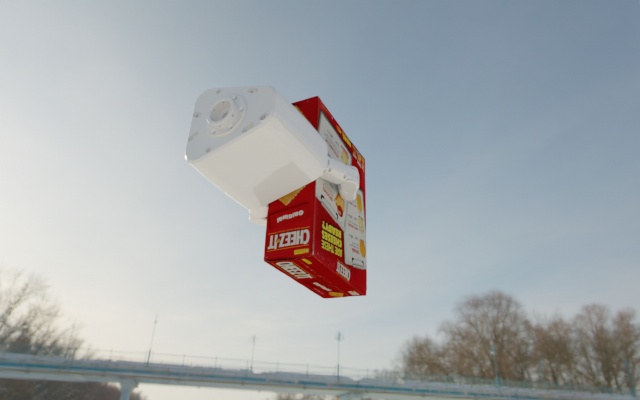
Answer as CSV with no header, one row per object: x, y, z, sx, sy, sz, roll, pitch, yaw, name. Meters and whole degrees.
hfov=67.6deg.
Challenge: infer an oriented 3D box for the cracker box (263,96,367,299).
0.000,0.002,0.620,0.072,0.213,0.164,-10,-30,24,cracker box
